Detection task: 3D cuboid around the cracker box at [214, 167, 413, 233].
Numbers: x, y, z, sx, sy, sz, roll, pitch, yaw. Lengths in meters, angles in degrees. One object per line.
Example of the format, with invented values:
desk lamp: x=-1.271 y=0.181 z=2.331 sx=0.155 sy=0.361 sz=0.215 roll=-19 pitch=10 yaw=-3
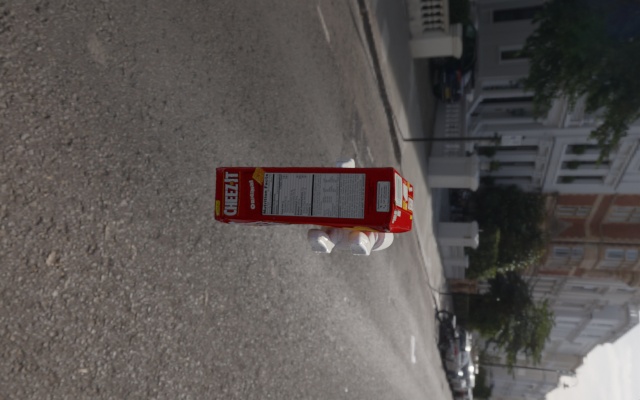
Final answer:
cracker box: x=0.000 y=0.002 z=0.603 sx=0.213 sy=0.072 sz=0.164 roll=1 pitch=-4 yaw=18
